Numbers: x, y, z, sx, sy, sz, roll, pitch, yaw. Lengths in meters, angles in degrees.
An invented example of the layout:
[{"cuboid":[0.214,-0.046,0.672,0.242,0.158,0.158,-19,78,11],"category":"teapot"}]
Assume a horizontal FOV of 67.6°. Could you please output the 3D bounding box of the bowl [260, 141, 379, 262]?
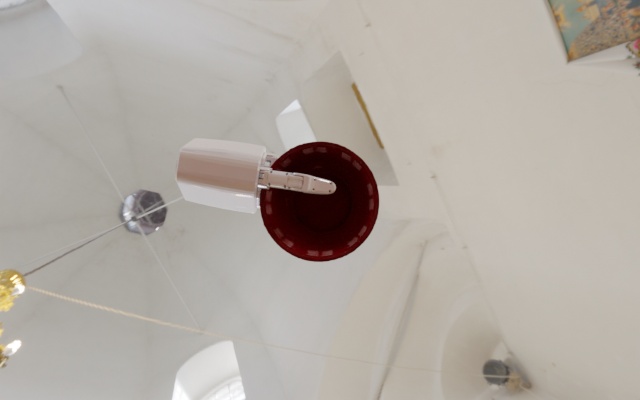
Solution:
[{"cuboid":[0.001,0.003,0.663,0.162,0.162,0.055,0,-2,5],"category":"bowl"}]
